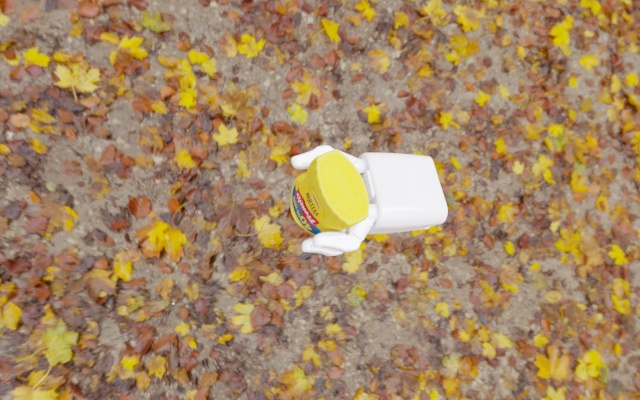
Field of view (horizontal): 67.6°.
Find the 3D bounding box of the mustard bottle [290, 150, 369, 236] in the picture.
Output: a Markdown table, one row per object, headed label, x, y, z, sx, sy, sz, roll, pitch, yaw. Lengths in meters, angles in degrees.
| label | x | y | z | sx | sy | sz | roll | pitch | yaw |
| --- | --- | --- | --- | --- | --- | --- | --- | --- | --- |
| mustard bottle | 0.000 | 0.002 | 0.660 | 0.058 | 0.096 | 0.192 | -26 | -3 | -21 |
